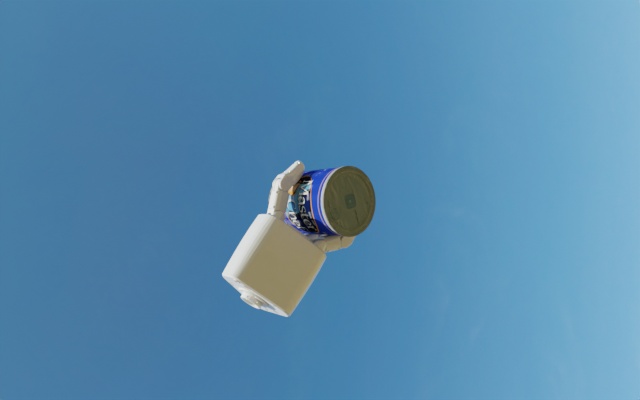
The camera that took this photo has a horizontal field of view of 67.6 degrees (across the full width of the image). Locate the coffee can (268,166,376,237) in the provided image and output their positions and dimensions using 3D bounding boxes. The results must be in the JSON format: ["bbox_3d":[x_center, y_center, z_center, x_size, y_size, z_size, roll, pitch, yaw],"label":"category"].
[{"bbox_3d":[0.000,0.002,0.740,0.103,0.103,0.140,0,-1,-39],"label":"coffee can"}]
